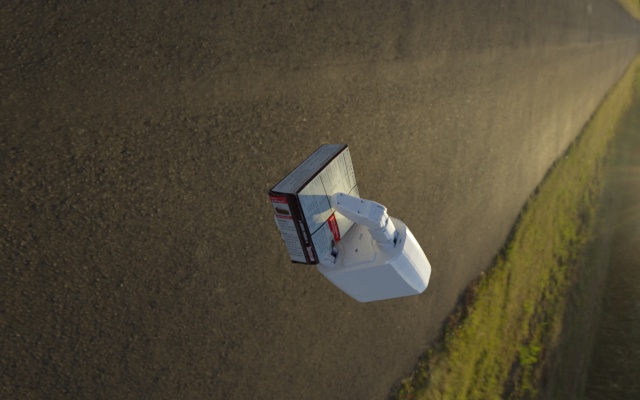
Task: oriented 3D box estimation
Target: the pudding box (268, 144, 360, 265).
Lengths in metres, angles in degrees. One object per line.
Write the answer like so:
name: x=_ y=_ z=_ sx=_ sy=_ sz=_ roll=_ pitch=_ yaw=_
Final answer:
pudding box: x=0.000 y=0.002 z=0.515 sx=0.039 sy=0.090 sz=0.113 roll=2 pitch=32 yaw=33
